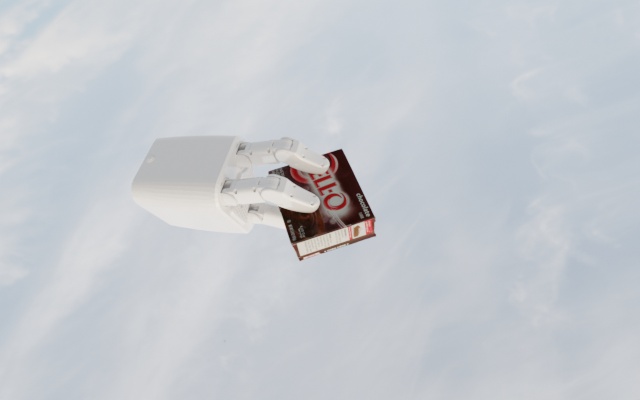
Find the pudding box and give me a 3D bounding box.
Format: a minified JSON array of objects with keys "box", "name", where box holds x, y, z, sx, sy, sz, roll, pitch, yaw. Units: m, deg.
[{"box":[0.000,0.002,0.520,0.090,0.113,0.039,-18,-38,-4],"name":"pudding box"}]
